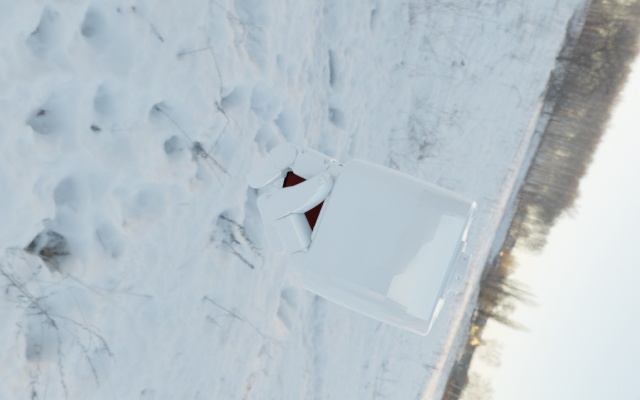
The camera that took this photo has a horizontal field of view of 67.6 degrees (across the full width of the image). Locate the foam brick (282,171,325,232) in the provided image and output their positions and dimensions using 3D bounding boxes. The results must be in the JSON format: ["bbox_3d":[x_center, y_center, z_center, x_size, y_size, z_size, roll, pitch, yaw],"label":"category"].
[{"bbox_3d":[0.000,0.001,0.454,0.051,0.053,0.078,20,14,20],"label":"foam brick"}]
